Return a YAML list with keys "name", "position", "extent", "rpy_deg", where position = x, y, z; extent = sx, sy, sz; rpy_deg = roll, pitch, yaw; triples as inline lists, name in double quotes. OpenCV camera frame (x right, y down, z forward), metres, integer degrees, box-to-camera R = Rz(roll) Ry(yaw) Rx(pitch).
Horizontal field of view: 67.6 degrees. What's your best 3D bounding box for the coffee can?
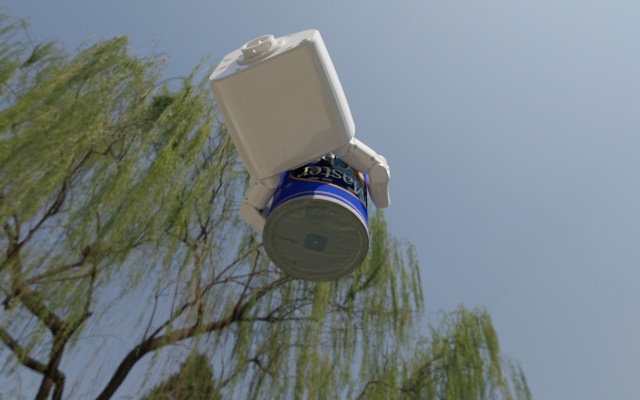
- name: "coffee can"
  position: [0.000, 0.002, 0.512]
  extent: [0.103, 0.103, 0.140]
  rpy_deg: [0, 34, 5]
